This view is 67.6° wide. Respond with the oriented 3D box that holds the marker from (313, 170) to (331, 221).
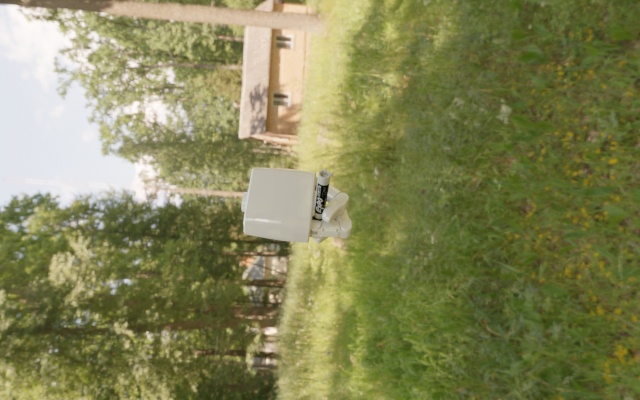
[{"bbox_3d":[0.000,0.002,0.743,0.020,0.020,0.121,0,-43,-8],"label":"marker"}]
